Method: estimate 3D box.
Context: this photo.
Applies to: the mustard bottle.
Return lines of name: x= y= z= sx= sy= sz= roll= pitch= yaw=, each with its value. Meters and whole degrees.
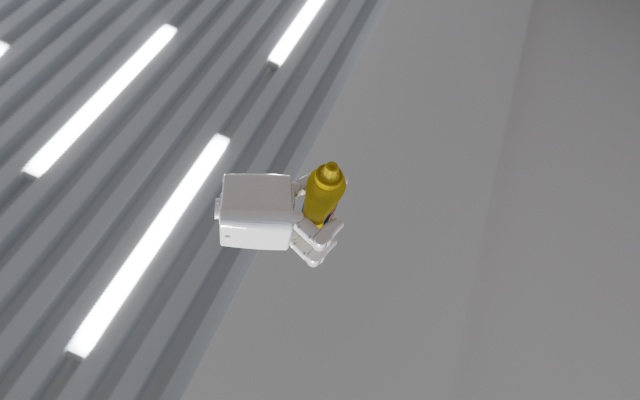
mustard bottle: x=0.000 y=0.003 z=0.744 sx=0.058 sy=0.096 sz=0.192 roll=23 pitch=-33 yaw=4
